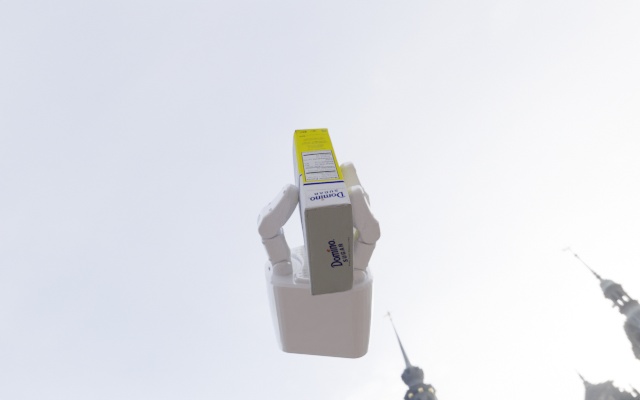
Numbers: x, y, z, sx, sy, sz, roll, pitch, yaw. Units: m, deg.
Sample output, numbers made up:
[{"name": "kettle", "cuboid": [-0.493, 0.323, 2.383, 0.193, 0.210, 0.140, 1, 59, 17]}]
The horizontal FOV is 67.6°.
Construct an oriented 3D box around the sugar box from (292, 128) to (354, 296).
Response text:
[{"name": "sugar box", "cuboid": [0.001, 0.002, 0.476, 0.048, 0.093, 0.176, -7, 30, -6]}]
